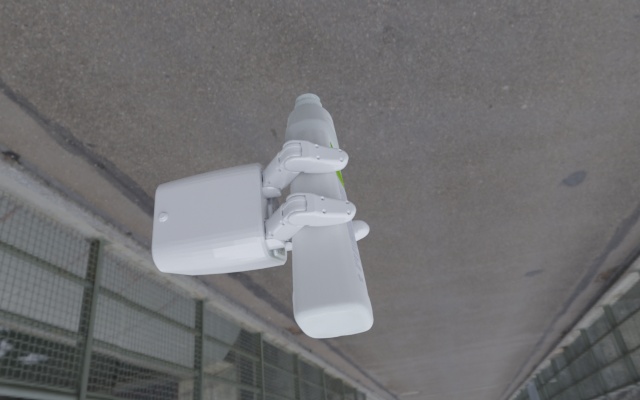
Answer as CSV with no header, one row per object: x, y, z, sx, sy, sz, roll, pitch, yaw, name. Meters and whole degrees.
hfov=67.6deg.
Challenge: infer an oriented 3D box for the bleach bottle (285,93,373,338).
0.000,0.002,0.485,0.068,0.250,0.103,-10,-29,5,bleach bottle
